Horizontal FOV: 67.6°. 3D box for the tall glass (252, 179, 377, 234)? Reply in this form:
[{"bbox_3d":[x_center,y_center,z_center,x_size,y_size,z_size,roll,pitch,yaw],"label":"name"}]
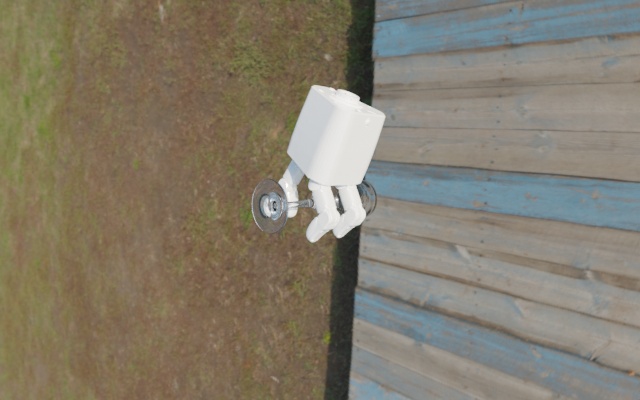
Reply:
[{"bbox_3d":[0.000,0.002,0.711,0.079,0.079,0.201,0,3,44],"label":"tall glass"}]
